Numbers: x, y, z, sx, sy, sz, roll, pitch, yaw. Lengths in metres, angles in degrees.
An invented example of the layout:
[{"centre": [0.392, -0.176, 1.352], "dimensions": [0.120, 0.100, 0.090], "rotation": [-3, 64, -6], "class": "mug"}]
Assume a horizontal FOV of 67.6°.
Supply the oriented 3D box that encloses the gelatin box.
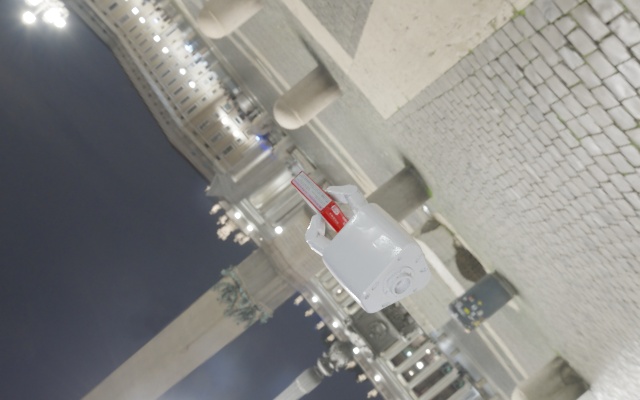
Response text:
[{"centre": [0.000, 0.003, 0.751], "dimensions": [0.089, 0.030, 0.073], "rotation": [44, -5, 37], "class": "gelatin box"}]
